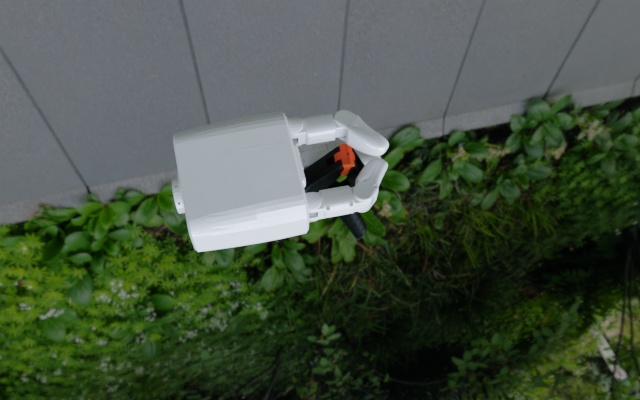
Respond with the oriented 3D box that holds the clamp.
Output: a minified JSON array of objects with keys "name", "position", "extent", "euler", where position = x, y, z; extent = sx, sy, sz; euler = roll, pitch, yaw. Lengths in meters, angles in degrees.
[{"name":"clamp","position":[0.000,0.002,0.529],"extent":[0.120,0.039,0.172],"euler":[-10,-33,-9]}]
